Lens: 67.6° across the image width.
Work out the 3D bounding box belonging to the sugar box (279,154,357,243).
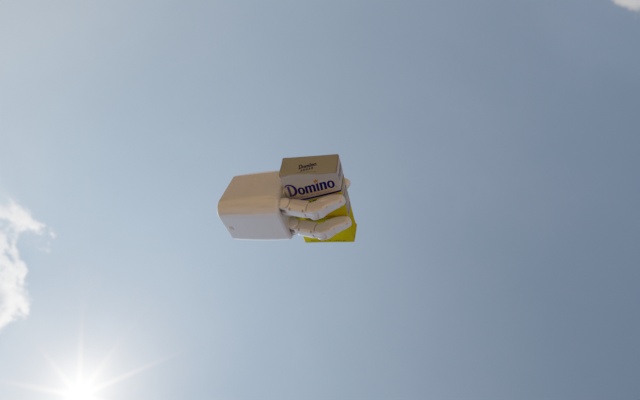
[{"bbox_3d":[0.000,0.003,0.784,0.093,0.048,0.176,-3,-39,14],"label":"sugar box"}]
